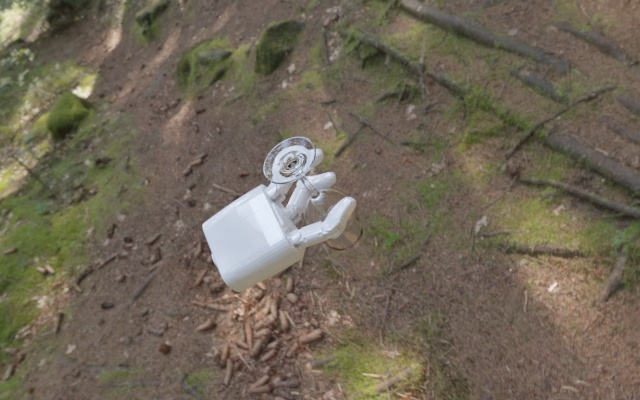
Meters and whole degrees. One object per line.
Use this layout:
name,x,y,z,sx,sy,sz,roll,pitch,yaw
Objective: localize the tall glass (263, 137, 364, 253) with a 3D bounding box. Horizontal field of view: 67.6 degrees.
tall glass,0.000,0.002,0.674,0.079,0.079,0.201,0,-32,29
